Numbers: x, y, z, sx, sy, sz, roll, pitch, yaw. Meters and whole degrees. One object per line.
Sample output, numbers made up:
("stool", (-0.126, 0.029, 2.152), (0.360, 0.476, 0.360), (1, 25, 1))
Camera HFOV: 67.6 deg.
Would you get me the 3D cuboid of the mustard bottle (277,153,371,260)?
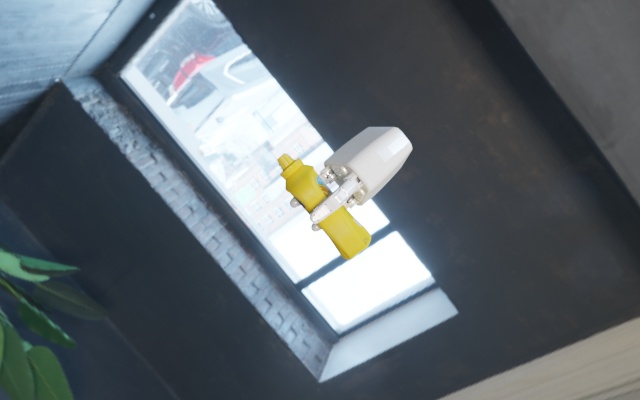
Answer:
("mustard bottle", (0.000, 0.003, 0.757), (0.058, 0.191, 0.096), (-39, 7, 8))
